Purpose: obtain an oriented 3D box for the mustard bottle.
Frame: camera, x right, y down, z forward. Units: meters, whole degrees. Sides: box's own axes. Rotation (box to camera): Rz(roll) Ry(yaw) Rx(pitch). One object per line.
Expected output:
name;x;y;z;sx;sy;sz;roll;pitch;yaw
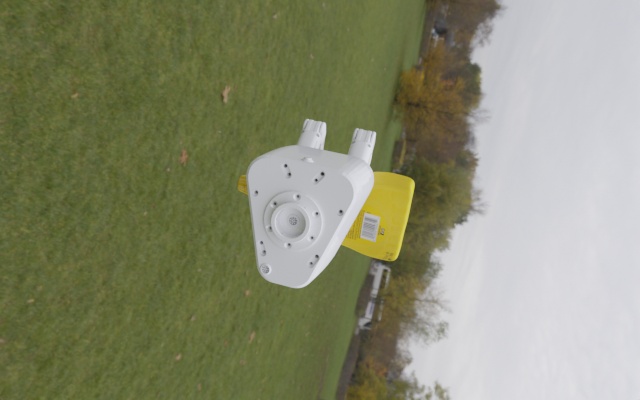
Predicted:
mustard bottle;0.000;0.002;0.527;0.191;0.096;0.058;13;36;9
